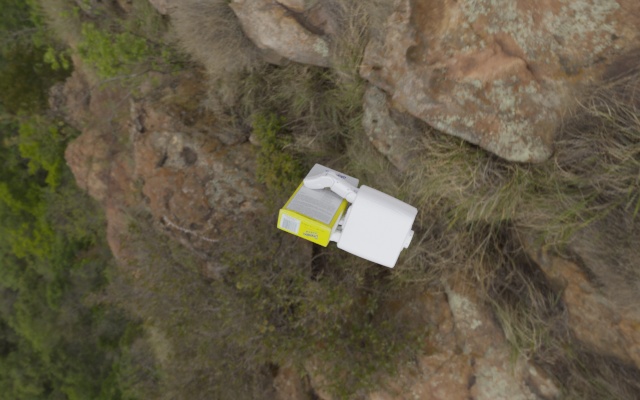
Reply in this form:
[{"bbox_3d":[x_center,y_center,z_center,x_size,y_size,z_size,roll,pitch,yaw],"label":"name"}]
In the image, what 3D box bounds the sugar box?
[{"bbox_3d":[0.000,0.003,0.855,0.093,0.048,0.176,22,33,9],"label":"sugar box"}]
